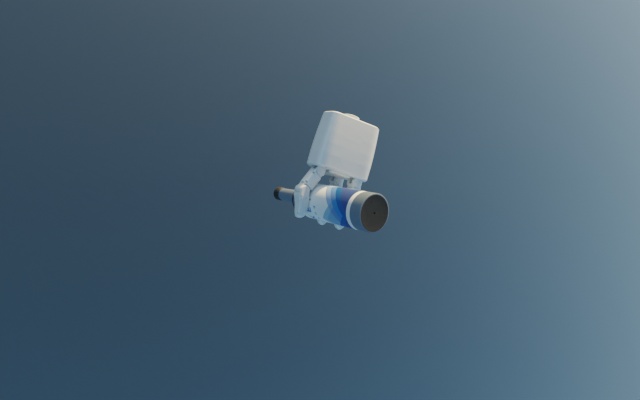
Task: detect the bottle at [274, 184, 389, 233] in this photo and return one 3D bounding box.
[{"bbox_3d":[0.000,0.003,0.894,0.069,0.069,0.295,0,7,-37],"label":"bottle"}]
